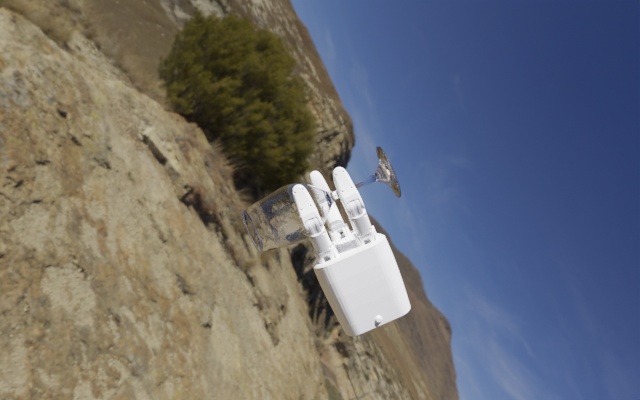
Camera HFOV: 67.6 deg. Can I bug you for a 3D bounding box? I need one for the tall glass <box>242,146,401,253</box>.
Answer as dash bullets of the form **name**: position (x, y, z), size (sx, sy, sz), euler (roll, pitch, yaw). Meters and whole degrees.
- **tall glass**: position (0.001, 0.002, 0.633), size (0.201, 0.079, 0.079), euler (-23, 0, 0)
